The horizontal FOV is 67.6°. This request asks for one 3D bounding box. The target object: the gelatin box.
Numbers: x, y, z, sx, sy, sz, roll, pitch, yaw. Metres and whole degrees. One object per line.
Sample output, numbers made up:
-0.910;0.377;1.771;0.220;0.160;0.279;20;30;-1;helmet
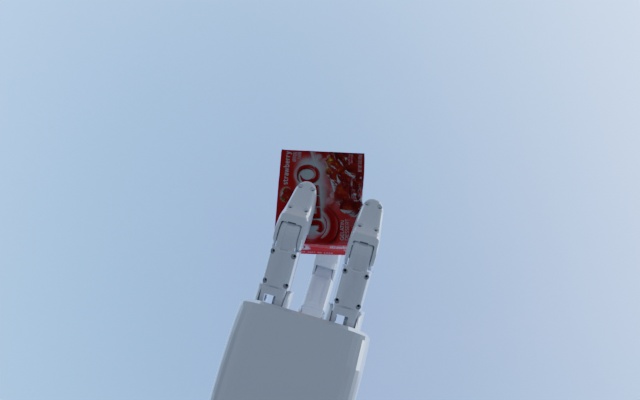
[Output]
0.000;0.001;0.405;0.073;0.089;0.030;3;-26;1;gelatin box
